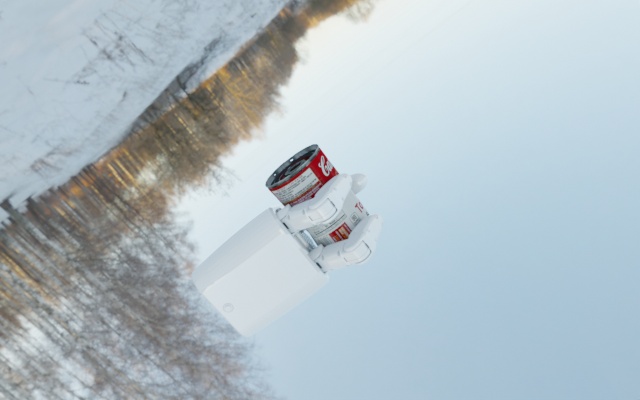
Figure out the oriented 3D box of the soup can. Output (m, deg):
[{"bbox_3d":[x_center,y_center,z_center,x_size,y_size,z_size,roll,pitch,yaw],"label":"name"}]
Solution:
[{"bbox_3d":[0.001,0.002,0.500,0.068,0.102,0.068,-34,18,12],"label":"soup can"}]
